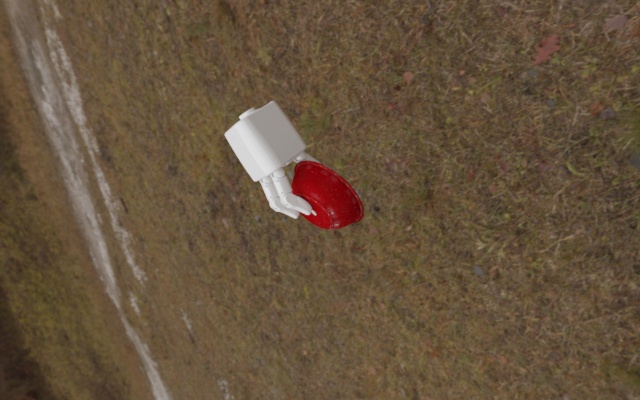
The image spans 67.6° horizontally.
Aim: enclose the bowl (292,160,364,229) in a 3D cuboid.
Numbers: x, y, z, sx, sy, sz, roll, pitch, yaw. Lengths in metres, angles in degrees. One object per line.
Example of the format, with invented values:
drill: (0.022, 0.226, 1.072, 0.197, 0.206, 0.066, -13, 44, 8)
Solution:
bowl: (0.001, 0.004, 0.891, 0.162, 0.162, 0.055, 0, 44, 54)
